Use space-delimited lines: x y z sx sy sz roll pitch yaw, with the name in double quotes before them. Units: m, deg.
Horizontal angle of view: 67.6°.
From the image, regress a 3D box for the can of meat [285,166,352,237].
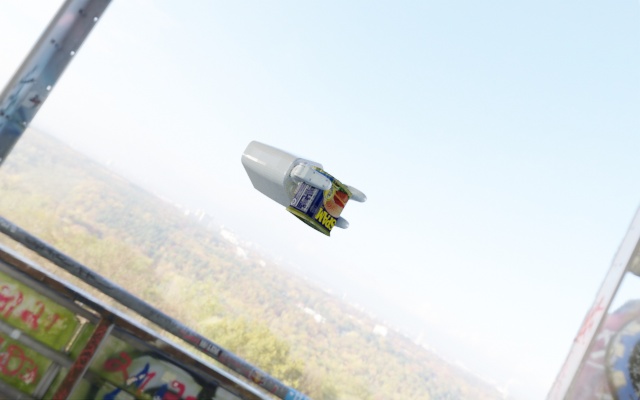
"can of meat" 0.000 0.002 0.786 0.057 0.084 0.102 25 -9 31
